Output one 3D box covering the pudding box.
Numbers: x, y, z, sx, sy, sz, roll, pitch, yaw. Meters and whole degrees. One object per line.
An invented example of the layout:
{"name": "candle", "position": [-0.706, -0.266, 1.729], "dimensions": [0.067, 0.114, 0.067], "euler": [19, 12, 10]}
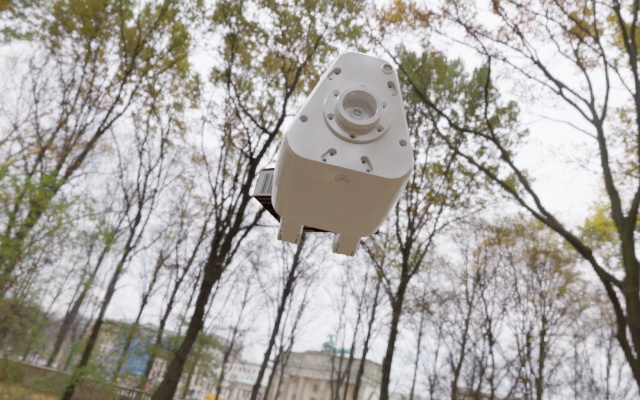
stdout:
{"name": "pudding box", "position": [0.000, 0.001, 0.501], "dimensions": [0.113, 0.039, 0.090], "euler": [2, -27, 23]}
